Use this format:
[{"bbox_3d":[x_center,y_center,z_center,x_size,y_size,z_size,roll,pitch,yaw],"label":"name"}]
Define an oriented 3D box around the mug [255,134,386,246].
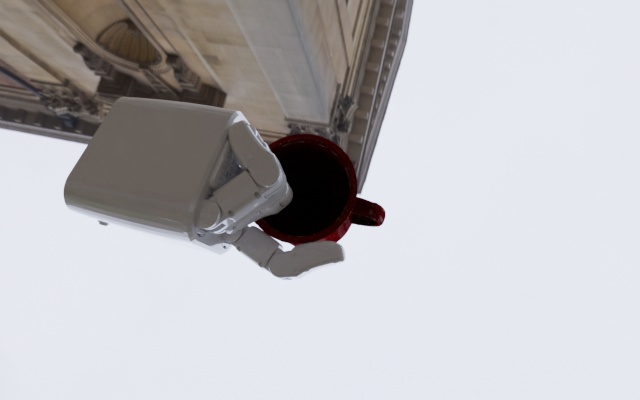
[{"bbox_3d":[0.002,0.002,0.423,0.117,0.093,0.081,12,-13,10],"label":"mug"}]
